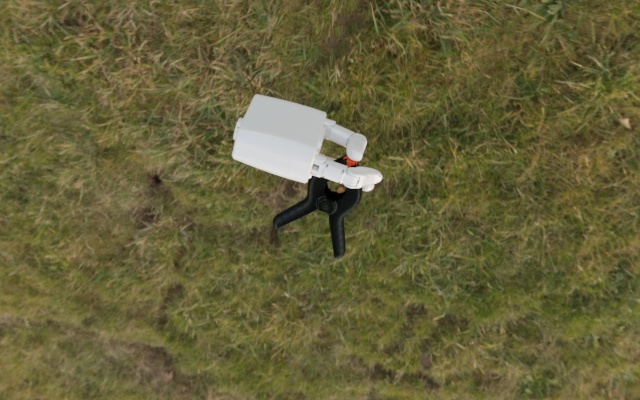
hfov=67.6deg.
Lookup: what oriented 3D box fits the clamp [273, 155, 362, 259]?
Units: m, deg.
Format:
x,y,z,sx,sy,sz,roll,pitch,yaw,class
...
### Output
x,y,z,sx,sy,sz,roll,pitch,yaw,class
0.000,0.002,0.699,0.120,0.171,0.039,17,29,-3,clamp
